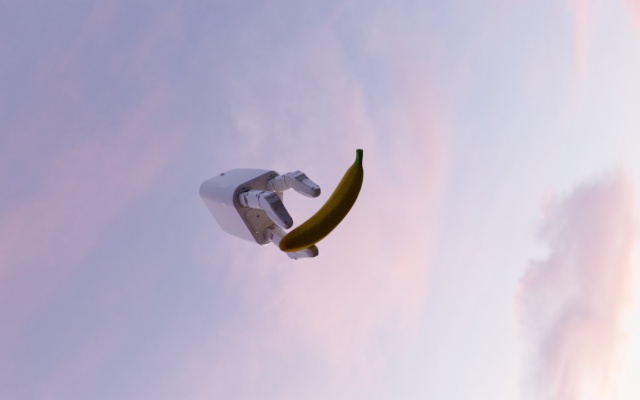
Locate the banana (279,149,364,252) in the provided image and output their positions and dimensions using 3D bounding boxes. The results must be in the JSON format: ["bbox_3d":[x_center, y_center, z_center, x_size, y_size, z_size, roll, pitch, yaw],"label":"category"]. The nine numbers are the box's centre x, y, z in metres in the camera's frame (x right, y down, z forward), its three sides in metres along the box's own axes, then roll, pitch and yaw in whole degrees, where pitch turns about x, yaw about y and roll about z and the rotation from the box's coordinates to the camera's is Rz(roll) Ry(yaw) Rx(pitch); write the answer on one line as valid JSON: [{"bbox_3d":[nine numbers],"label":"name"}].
[{"bbox_3d":[0.010,0.012,0.703,0.037,0.197,0.070,14,-33,43],"label":"banana"}]
